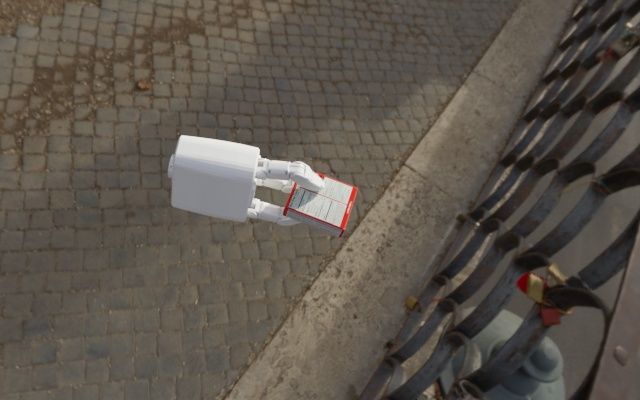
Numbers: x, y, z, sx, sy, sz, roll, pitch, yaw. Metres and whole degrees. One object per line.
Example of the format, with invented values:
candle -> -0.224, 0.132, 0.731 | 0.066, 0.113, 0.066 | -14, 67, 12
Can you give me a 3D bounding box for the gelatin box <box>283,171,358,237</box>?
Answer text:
gelatin box -> 0.001, 0.002, 0.677 | 0.089, 0.073, 0.030 | 21, -32, -1
